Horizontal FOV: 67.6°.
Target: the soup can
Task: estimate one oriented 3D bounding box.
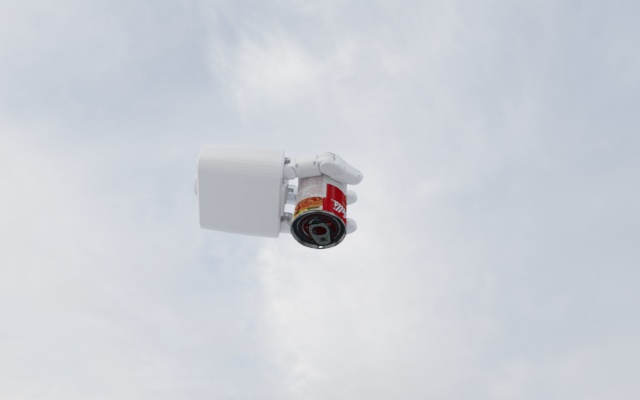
[{"bbox_3d":[0.001,0.002,0.607,0.068,0.069,0.102,0,44,4],"label":"soup can"}]
